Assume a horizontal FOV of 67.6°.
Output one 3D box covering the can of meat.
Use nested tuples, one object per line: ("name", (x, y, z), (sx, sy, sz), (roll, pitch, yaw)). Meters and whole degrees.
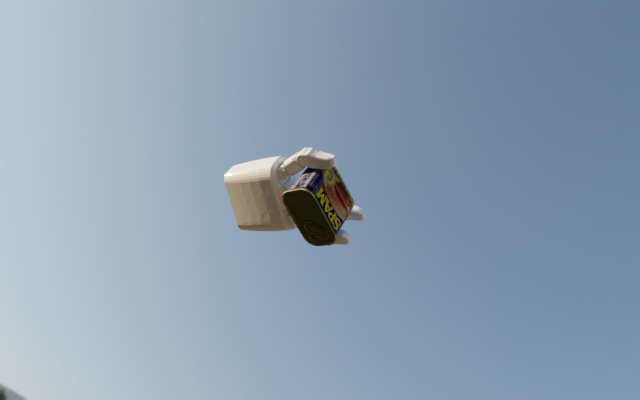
("can of meat", (0.000, 0.002, 0.711), (0.057, 0.102, 0.084), (-9, 31, 36))
